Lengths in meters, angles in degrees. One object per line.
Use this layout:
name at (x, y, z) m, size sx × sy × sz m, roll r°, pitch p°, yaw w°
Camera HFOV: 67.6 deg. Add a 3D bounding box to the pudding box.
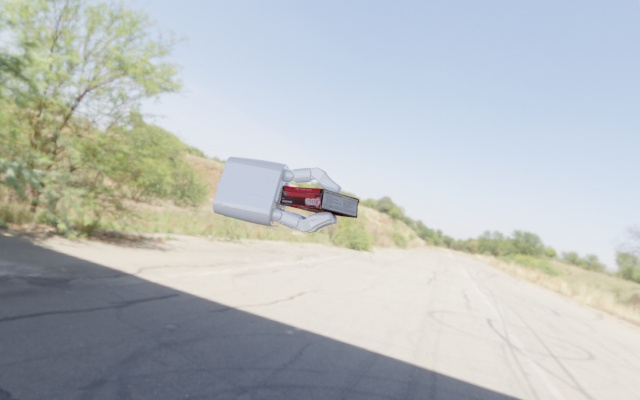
pudding box at (0.000, 0.003, 0.822) m, size 0.090 × 0.039 × 0.113 m, roll 7°, pitch -3°, yaw 38°
